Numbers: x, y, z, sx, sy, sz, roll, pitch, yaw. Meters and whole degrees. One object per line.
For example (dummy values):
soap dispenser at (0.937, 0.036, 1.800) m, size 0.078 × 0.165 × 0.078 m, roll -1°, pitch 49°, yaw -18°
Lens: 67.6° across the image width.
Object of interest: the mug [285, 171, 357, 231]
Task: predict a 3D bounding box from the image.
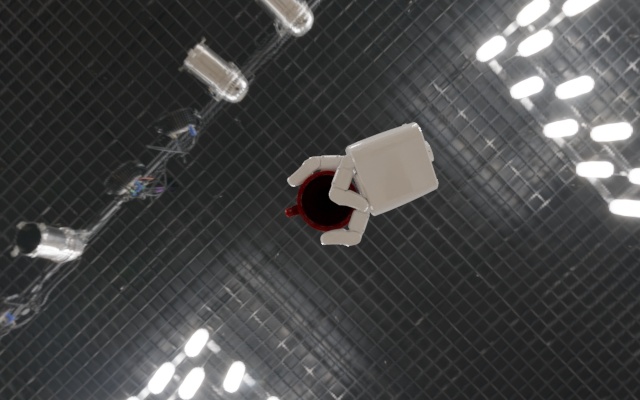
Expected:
mug at (-0.001, 0.003, 0.766) m, size 0.117 × 0.093 × 0.081 m, roll -21°, pitch 3°, yaw 2°
